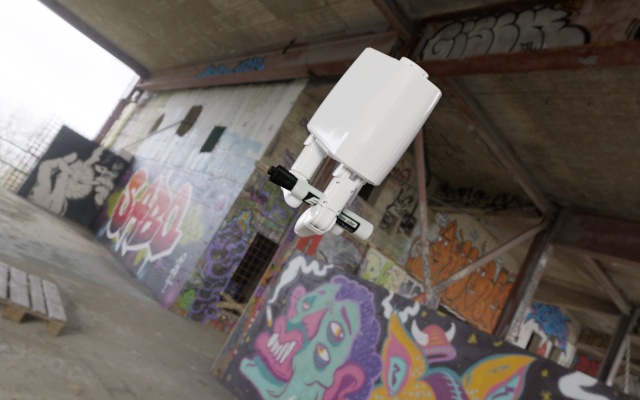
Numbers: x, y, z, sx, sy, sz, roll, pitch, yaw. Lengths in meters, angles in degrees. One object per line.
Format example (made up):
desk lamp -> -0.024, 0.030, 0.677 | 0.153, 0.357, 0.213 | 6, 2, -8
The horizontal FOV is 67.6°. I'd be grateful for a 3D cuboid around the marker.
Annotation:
marker -> 0.000, 0.002, 0.471 | 0.121, 0.020, 0.020 | 33, -11, -17
